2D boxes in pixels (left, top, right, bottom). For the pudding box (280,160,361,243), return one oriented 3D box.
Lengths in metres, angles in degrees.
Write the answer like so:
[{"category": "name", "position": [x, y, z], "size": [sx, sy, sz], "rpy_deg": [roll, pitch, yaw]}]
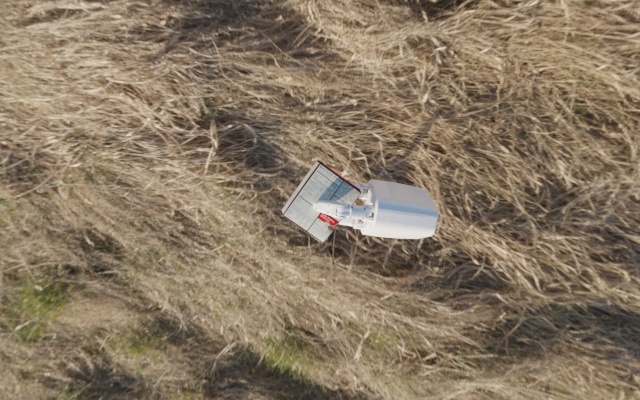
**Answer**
[{"category": "pudding box", "position": [0.000, 0.003, 0.806], "size": [0.090, 0.113, 0.039], "rpy_deg": [36, 3, -11]}]
